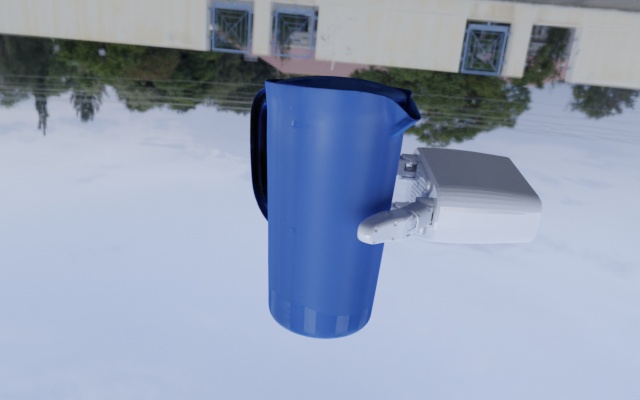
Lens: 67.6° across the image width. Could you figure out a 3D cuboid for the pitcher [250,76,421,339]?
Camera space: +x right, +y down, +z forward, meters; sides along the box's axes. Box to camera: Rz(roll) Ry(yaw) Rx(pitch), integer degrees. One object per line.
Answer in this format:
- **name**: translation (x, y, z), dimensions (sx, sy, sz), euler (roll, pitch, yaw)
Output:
- **pitcher**: translation (0.000, 0.002, 0.472), dimensions (0.145, 0.243, 0.149), euler (2, 17, -8)
